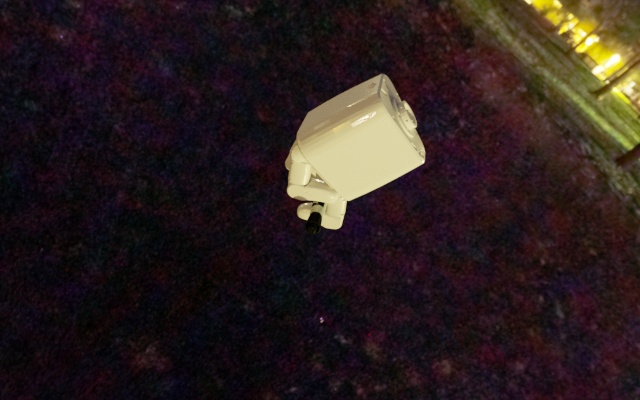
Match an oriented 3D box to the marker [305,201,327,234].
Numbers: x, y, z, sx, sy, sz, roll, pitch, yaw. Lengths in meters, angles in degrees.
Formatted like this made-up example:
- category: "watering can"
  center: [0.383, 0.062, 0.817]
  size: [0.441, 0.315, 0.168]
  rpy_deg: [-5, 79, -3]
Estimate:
- category: "marker"
  center: [0.000, 0.002, 0.597]
  size: [0.020, 0.020, 0.121]
  rpy_deg: [0, 33, 12]
